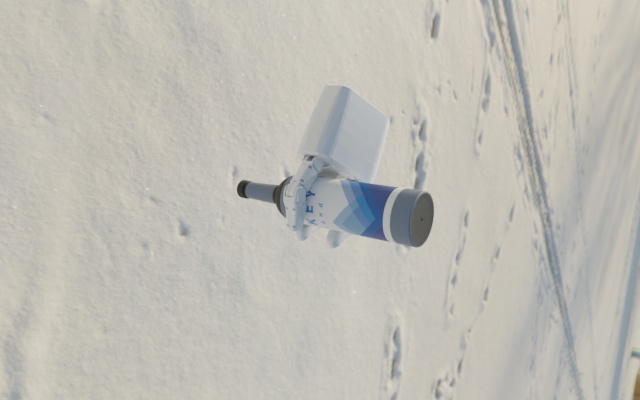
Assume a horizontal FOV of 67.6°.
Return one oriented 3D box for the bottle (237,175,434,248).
[{"bbox_3d":[0.000,0.002,0.636,0.295,0.069,0.069,10,6,36],"label":"bottle"}]
